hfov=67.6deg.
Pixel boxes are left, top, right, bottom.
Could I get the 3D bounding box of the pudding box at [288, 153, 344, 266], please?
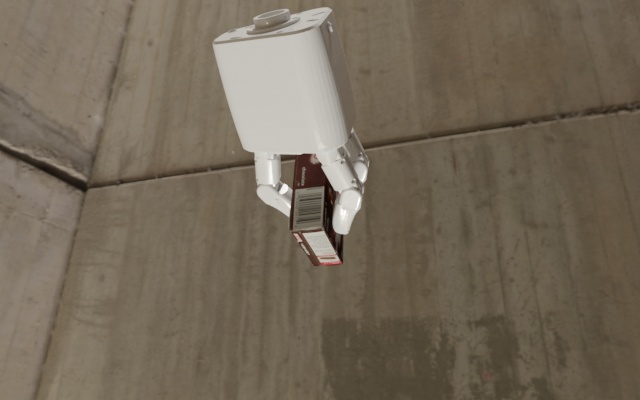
[{"bbox_3d":[0.000,0.002,0.510,0.039,0.113,0.090,-4,-31,15],"label":"pudding box"}]
